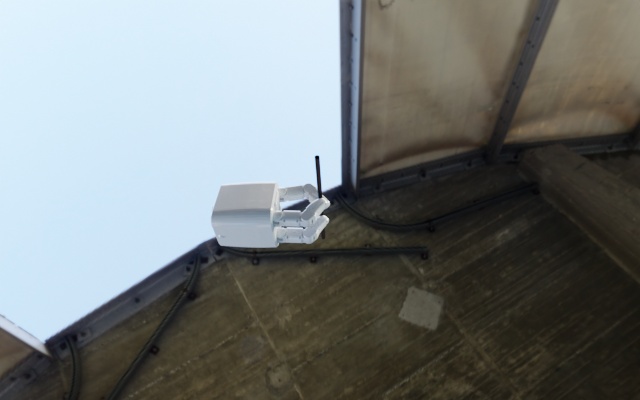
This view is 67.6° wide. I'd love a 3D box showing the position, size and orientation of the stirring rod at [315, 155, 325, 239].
[{"bbox_3d":[0.000,0.003,0.835,0.011,0.011,0.240,0,-35,3],"label":"stirring rod"}]
